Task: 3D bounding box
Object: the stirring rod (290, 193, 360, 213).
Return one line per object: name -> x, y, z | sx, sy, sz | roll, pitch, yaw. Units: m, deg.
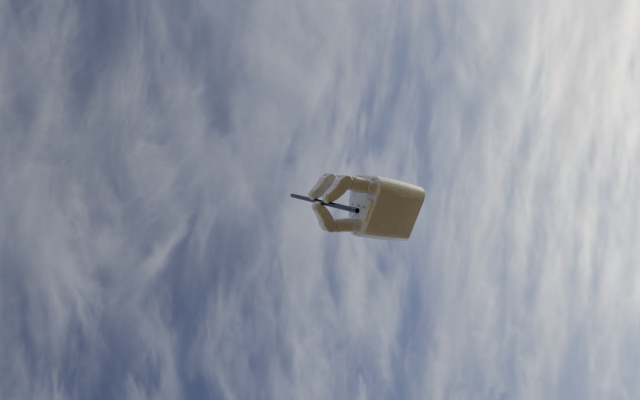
stirring rod -> 0.000, 0.003, 0.810 | 0.011, 0.011, 0.239 | 0, 6, -27
